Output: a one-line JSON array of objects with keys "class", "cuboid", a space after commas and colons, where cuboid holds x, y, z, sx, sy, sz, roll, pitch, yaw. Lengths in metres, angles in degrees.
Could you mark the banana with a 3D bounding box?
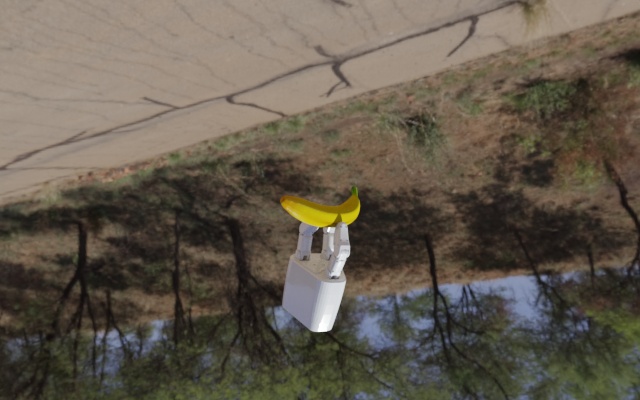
[{"class": "banana", "cuboid": [0.012, 0.017, 0.829, 0.198, 0.069, 0.037, -7, -33, -50]}]
